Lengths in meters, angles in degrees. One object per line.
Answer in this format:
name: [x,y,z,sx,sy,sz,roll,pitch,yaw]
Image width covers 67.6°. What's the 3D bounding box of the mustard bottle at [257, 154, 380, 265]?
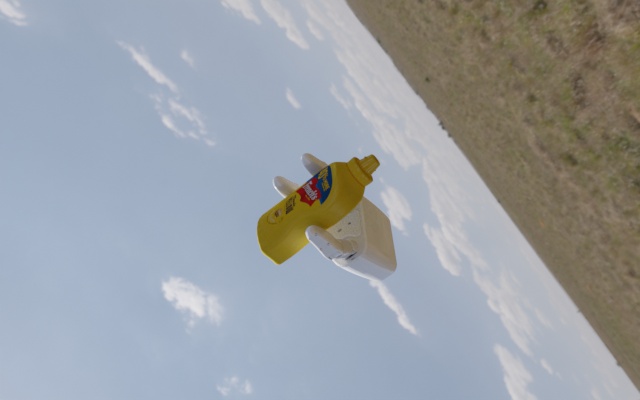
mustard bottle: [0.000,0.002,0.646,0.192,0.058,0.096,-37,27,18]
